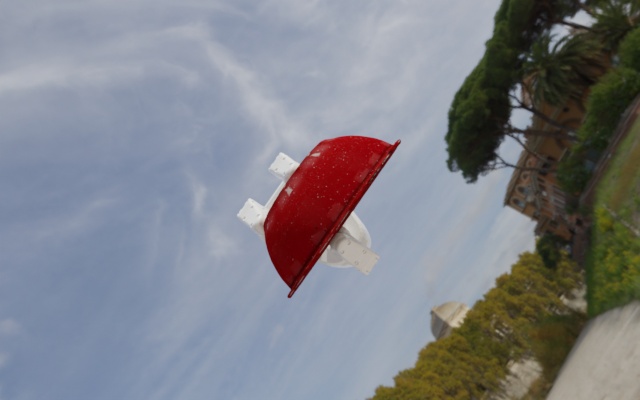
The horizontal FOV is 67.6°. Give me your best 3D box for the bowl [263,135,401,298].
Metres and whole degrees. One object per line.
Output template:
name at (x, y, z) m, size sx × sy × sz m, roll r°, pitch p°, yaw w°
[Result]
bowl at (0.000, 0.001, 0.405) m, size 0.055 × 0.162 × 0.162 m, roll 35°, pitch 2°, yaw 4°
